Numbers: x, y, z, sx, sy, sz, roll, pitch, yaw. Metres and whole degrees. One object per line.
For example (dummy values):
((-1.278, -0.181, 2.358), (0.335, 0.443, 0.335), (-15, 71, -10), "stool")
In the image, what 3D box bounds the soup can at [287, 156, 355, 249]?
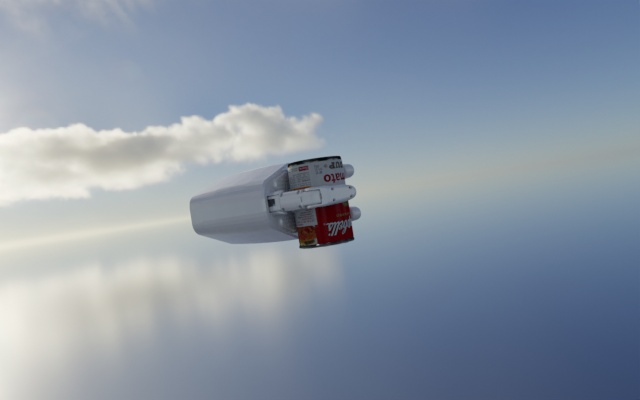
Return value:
((0.000, 0.002, 0.575), (0.068, 0.102, 0.068), (-9, 0, 0), "soup can")
